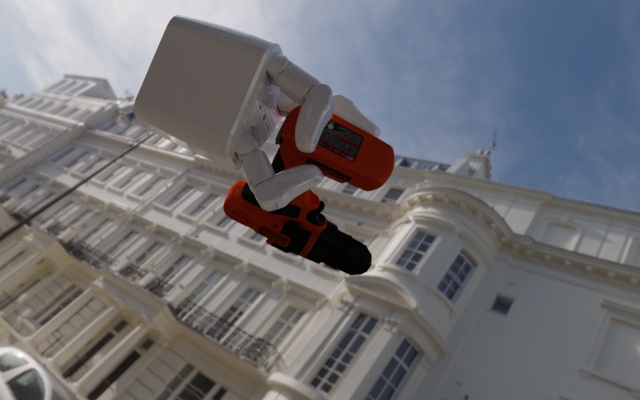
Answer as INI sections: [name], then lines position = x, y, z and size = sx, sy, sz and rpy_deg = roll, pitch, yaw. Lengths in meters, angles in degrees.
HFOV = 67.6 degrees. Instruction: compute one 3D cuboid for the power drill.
[power drill]
position = 0.000, 0.001, 0.493
size = 0.184, 0.057, 0.188
rpy_deg = 26, -39, -7
